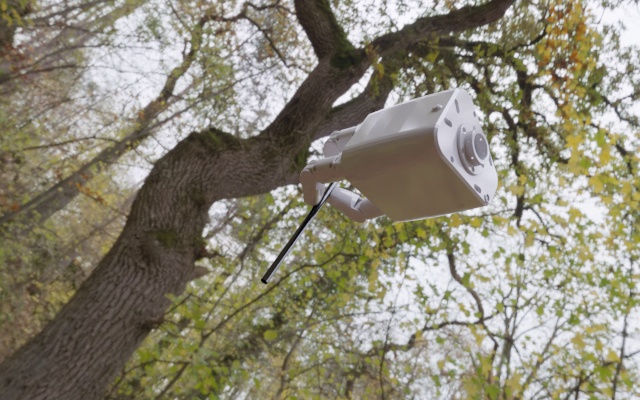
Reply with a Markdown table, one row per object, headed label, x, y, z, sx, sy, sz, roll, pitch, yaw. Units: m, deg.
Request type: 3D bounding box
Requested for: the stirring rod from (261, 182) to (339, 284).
| label | x | y | z | sx | sy | sz | roll | pitch | yaw |
| --- | --- | --- | --- | --- | --- | --- | --- | --- | --- |
| stirring rod | 0.000 | 0.002 | 0.542 | 0.011 | 0.011 | 0.239 | 0 | 41 | 38 |
